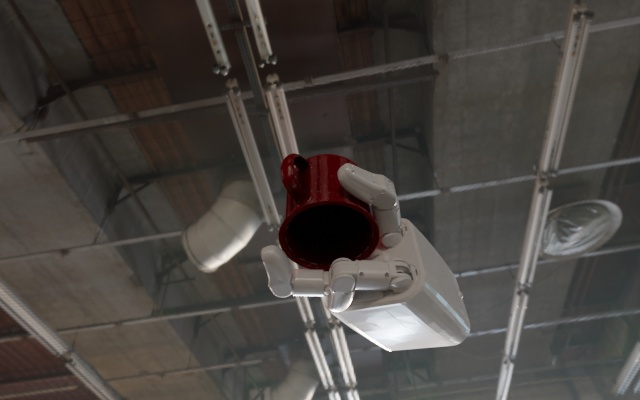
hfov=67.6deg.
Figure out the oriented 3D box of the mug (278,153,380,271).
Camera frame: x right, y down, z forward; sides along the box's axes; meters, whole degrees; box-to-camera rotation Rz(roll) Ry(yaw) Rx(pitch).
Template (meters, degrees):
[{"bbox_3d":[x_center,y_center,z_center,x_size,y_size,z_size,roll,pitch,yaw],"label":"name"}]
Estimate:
[{"bbox_3d":[-0.001,0.001,0.461,0.093,0.081,0.117,-29,-54,22],"label":"mug"}]
